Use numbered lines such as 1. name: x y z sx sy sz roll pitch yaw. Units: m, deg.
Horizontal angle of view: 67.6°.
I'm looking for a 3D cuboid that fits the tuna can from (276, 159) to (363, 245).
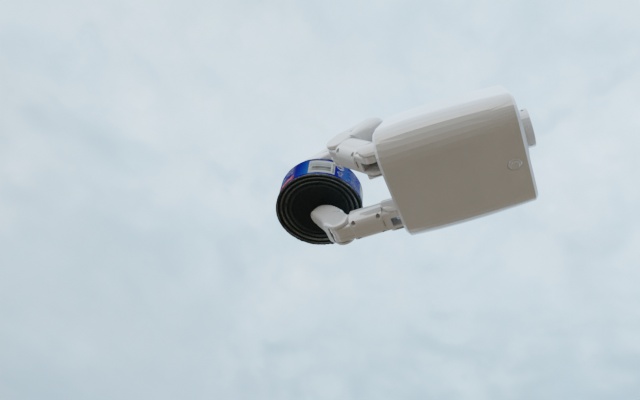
1. tuna can: 0.000 0.001 0.477 0.086 0.086 0.033 0 36 6
